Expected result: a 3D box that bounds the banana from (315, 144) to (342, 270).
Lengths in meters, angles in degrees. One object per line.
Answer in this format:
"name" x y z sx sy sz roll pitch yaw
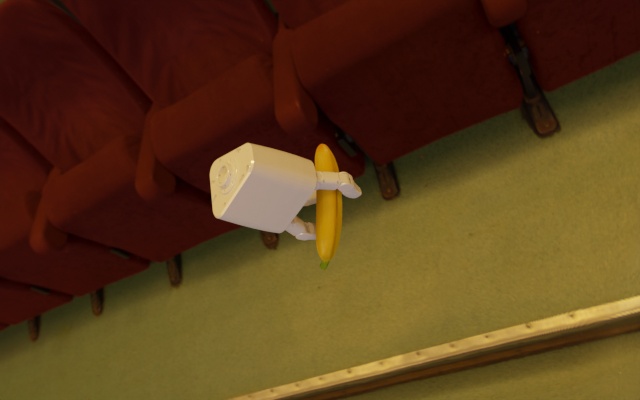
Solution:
"banana" 0.007 0.003 0.718 0.037 0.197 0.069 5 -11 -23
